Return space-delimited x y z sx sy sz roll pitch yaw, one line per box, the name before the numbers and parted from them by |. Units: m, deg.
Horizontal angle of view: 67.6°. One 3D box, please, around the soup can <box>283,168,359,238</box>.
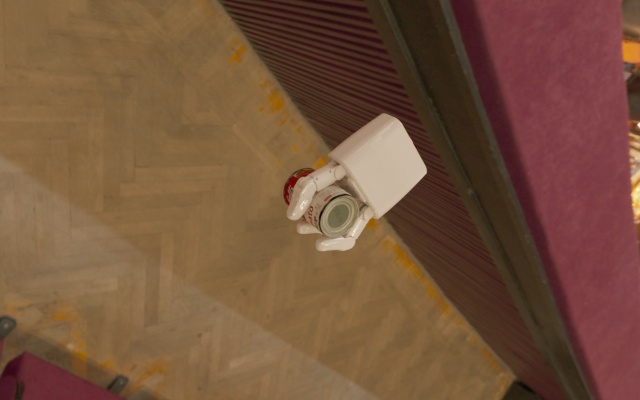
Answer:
soup can | 0.000 0.003 0.686 0.068 0.068 0.102 0 24 -36
